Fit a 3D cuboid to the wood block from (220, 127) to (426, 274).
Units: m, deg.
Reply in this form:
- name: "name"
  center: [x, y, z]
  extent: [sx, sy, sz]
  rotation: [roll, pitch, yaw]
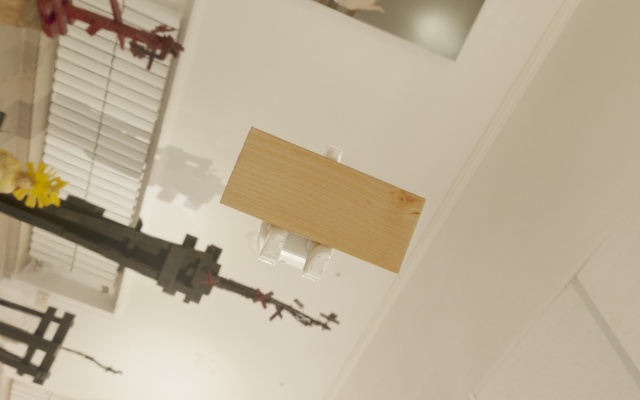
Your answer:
- name: "wood block"
  center: [0.000, 0.002, 0.553]
  extent: [0.206, 0.091, 0.090]
  rotation: [22, -5, -5]
